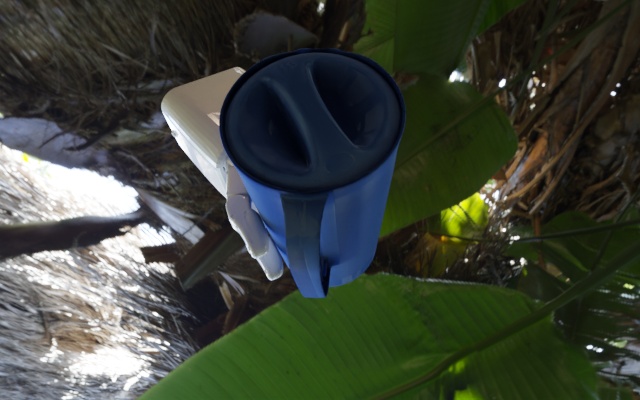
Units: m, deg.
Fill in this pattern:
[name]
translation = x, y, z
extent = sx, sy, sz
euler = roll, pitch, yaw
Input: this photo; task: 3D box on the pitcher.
[pitcher]
translation = 0.000, 0.001, 0.434
extent = 0.145, 0.149, 0.243
euler = 42, -18, 24
